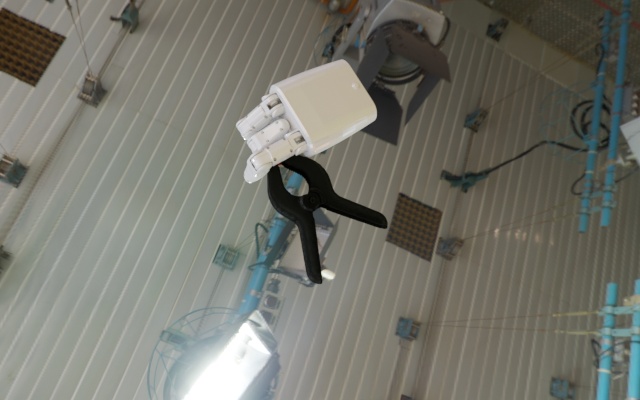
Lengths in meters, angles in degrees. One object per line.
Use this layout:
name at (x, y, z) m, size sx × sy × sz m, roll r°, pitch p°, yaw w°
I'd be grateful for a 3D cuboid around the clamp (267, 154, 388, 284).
clamp at (0.000, 0.002, 0.588) m, size 0.120 × 0.171 × 0.039 m, roll -29°, pitch -4°, yaw -18°
